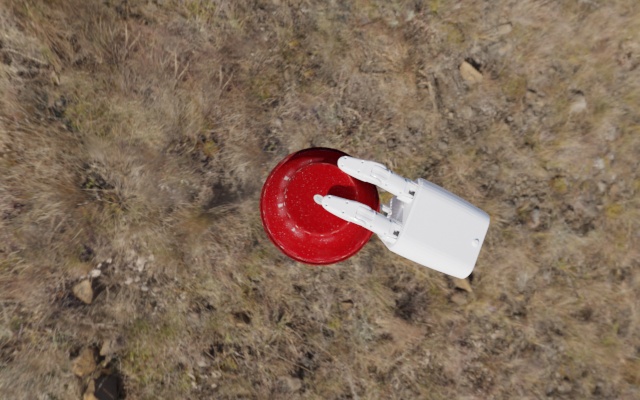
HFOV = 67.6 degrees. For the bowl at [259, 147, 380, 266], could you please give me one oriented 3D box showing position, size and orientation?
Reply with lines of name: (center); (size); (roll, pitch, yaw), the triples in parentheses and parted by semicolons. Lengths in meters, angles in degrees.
bowl: (-0.001, 0.002, 0.615); (0.162, 0.162, 0.055); (0, -9, -2)
